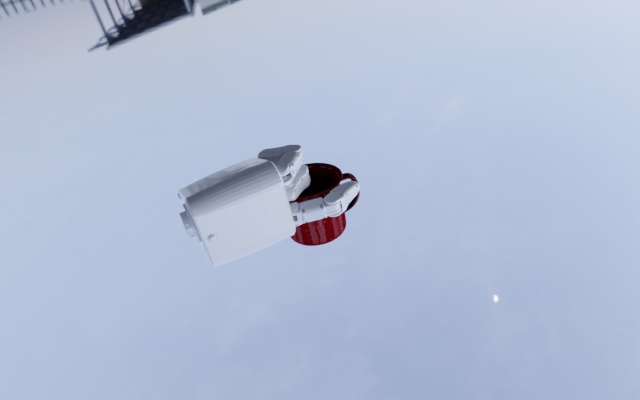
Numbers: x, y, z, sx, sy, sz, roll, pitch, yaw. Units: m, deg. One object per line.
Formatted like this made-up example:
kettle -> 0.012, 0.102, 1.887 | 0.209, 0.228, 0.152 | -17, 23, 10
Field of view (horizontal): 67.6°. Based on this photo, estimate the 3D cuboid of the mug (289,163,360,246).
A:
mug -> 0.001, 0.002, 0.644 | 0.117, 0.081, 0.093 | -23, 32, -18
